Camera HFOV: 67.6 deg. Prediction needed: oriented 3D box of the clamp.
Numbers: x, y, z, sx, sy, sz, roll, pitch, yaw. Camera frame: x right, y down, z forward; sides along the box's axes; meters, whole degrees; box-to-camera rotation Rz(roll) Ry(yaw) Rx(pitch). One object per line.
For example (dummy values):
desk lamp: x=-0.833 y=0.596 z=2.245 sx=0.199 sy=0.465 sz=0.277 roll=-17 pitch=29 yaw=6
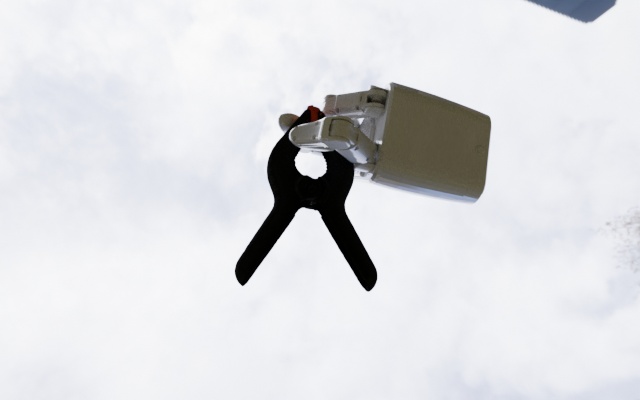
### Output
clamp: x=0.000 y=0.001 z=0.424 sx=0.120 sy=0.171 sz=0.039 roll=14 pitch=-15 yaw=-11
